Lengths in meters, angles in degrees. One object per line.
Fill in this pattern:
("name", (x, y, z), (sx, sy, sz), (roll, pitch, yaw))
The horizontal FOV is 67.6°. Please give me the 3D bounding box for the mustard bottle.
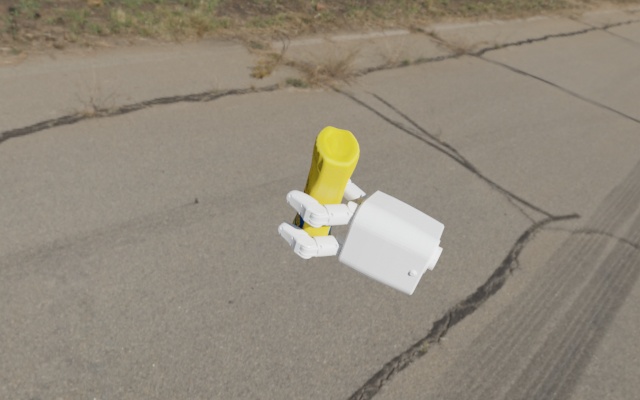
("mustard bottle", (0.000, 0.002, 0.655), (0.058, 0.192, 0.096), (12, 36, -7))
